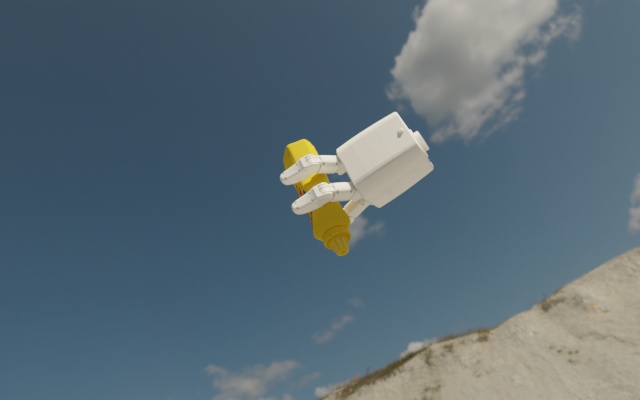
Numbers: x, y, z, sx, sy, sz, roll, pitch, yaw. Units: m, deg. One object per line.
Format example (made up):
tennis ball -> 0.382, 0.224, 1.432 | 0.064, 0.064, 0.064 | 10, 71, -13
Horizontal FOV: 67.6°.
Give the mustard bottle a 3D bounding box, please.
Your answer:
mustard bottle -> 0.000, 0.002, 0.726 | 0.058, 0.191, 0.096 | -20, -35, -7
